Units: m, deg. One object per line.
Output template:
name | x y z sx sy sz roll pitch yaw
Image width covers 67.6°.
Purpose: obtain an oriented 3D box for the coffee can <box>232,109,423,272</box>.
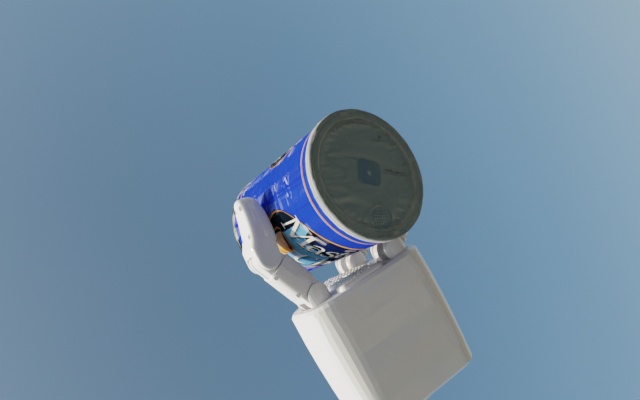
coffee can | 0.000 0.001 0.400 0.103 0.102 0.140 0 -18 -33
